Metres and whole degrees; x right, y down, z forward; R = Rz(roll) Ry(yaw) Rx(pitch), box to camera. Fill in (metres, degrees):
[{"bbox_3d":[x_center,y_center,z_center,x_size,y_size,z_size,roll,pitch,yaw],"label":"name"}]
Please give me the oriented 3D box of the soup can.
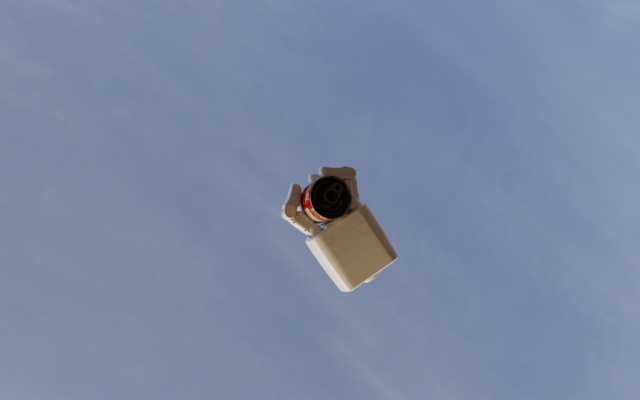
[{"bbox_3d":[0.000,0.002,0.774,0.068,0.068,0.102,0,-8,-19],"label":"soup can"}]
